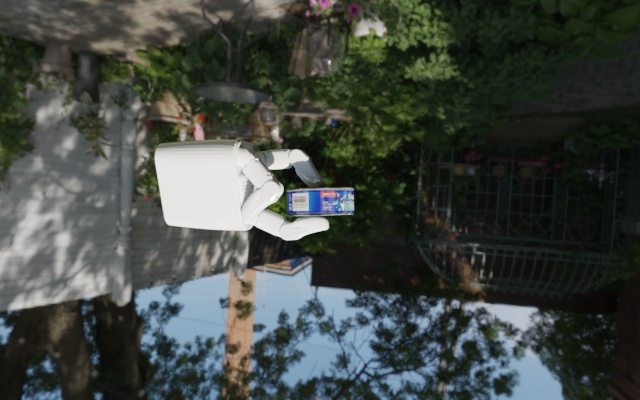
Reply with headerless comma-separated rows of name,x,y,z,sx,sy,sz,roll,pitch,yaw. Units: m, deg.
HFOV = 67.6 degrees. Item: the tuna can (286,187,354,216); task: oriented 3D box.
tuna can,0.000,0.003,0.605,0.086,0.034,0.086,-2,-1,0
